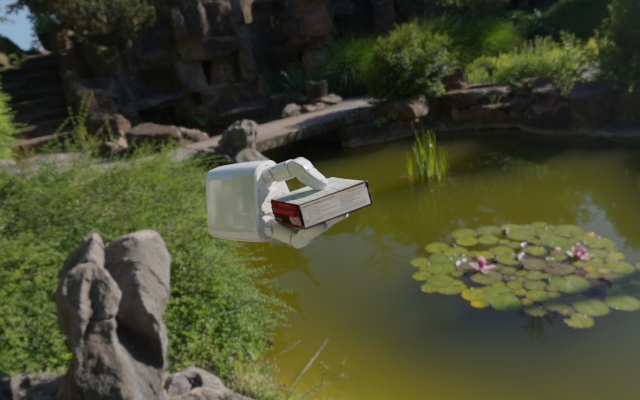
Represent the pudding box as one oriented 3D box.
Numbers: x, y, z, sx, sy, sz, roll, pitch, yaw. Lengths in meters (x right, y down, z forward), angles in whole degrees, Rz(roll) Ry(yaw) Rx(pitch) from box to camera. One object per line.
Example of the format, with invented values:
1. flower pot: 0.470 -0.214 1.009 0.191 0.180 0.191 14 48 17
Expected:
1. pudding box: 0.000 0.002 0.657 0.113 0.039 0.090 -21 16 -26
